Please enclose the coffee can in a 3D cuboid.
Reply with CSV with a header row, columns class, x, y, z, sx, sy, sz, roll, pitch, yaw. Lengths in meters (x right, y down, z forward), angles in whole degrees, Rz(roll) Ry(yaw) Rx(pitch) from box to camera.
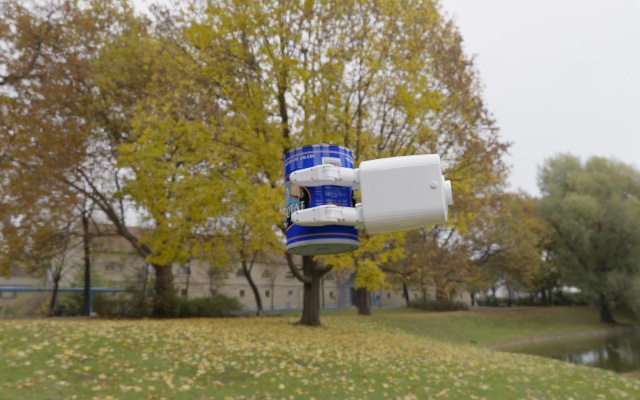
class,x,y,z,sx,sy,sz,roll,pitch,yaw
coffee can,0.000,0.002,0.685,0.103,0.140,0.103,-3,-15,-1
